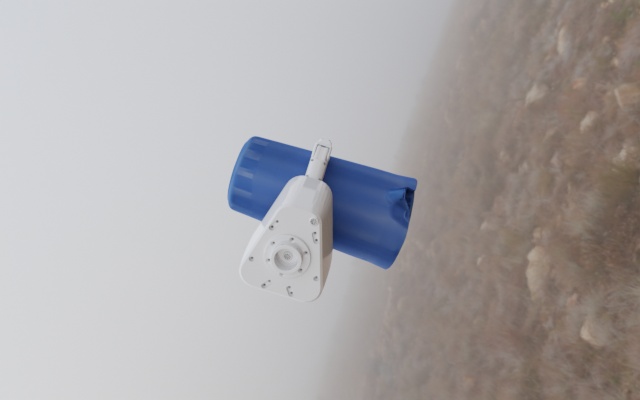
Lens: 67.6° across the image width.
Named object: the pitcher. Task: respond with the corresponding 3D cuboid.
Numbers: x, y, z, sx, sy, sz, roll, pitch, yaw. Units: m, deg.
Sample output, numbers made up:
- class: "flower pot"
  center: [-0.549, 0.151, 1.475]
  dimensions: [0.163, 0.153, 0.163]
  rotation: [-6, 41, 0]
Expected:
- class: "pitcher"
  center: [0.000, 0.002, 0.671]
  dimensions: [0.243, 0.149, 0.145]
  rotation: [18, 19, -1]
